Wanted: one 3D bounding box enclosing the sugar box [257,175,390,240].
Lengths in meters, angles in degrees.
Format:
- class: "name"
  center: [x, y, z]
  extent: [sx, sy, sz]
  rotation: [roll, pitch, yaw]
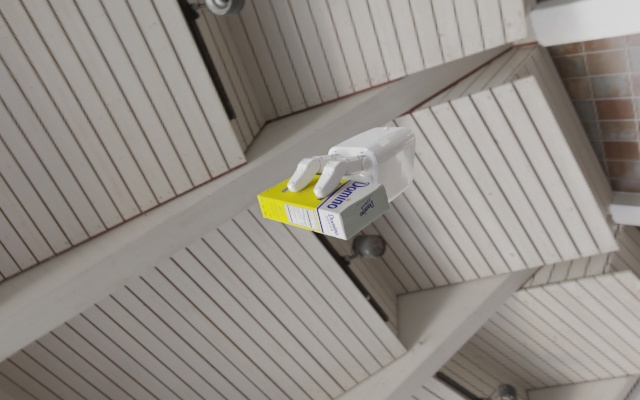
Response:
- class: "sugar box"
  center: [0.000, 0.002, 0.678]
  extent: [0.093, 0.048, 0.176]
  rotation: [-32, 26, -36]
